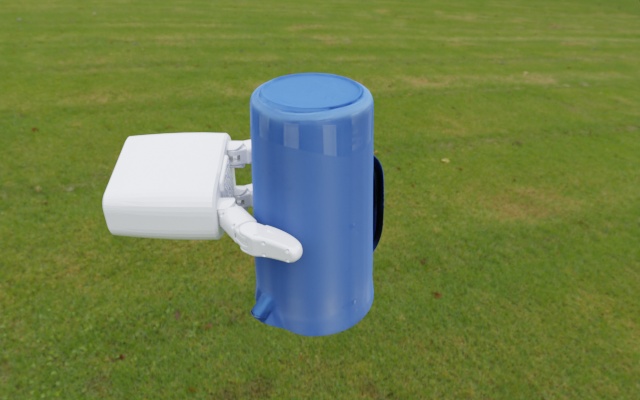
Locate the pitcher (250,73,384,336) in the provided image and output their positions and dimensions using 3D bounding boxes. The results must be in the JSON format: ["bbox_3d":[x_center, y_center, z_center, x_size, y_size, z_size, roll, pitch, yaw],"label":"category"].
[{"bbox_3d":[0.000,0.002,0.483,0.145,0.243,0.149,1,33,2],"label":"pitcher"}]
